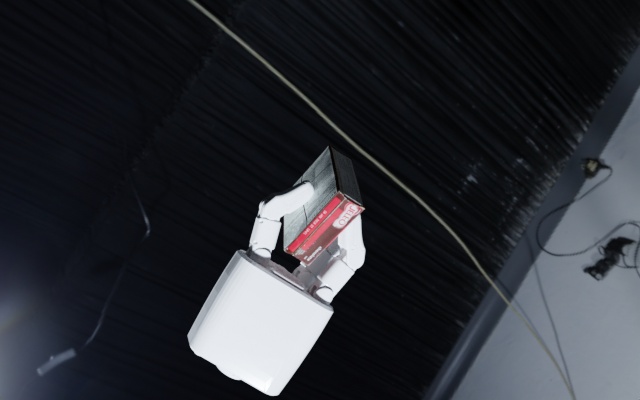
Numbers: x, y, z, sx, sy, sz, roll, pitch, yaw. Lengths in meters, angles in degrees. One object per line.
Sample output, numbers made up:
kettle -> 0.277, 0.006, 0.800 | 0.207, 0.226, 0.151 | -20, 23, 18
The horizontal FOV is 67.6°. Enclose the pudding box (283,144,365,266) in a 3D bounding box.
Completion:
pudding box -> 0.000, 0.002, 0.518 | 0.039, 0.090, 0.113 | 34, 24, -24
